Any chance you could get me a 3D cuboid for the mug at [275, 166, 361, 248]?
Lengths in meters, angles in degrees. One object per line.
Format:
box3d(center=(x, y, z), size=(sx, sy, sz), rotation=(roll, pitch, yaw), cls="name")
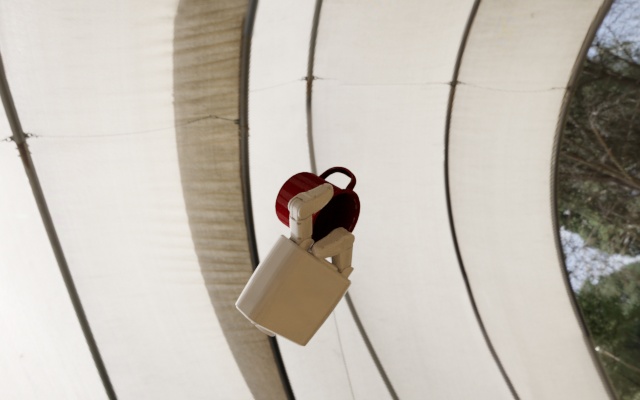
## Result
box3d(center=(0.001, 0.001, 0.642), size=(0.081, 0.117, 0.093), rotation=(31, -9, 38), cls="mug")
